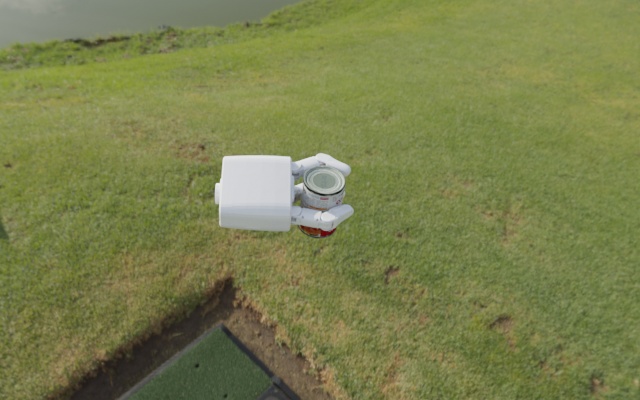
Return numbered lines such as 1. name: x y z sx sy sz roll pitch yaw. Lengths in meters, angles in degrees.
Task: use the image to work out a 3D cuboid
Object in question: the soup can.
1. soup can: 0.001 0.002 0.763 0.068 0.068 0.102 0 -44 -9
